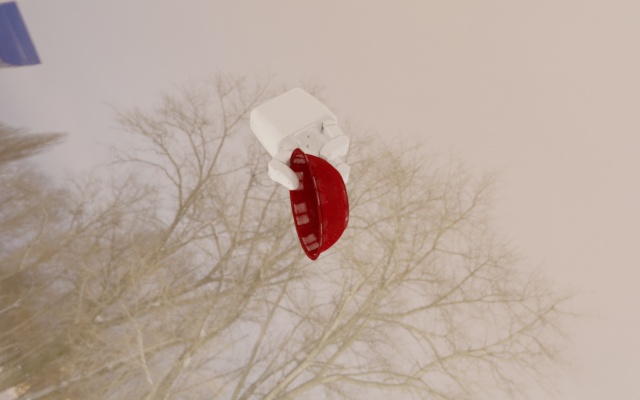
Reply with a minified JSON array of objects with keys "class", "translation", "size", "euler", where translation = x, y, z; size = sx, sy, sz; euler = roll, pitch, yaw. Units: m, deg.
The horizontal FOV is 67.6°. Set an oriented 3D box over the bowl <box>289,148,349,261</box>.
[{"class":"bowl","translation":[0.001,0.003,0.686],"size":[0.055,0.162,0.162],"euler":[-8,2,-16]}]
